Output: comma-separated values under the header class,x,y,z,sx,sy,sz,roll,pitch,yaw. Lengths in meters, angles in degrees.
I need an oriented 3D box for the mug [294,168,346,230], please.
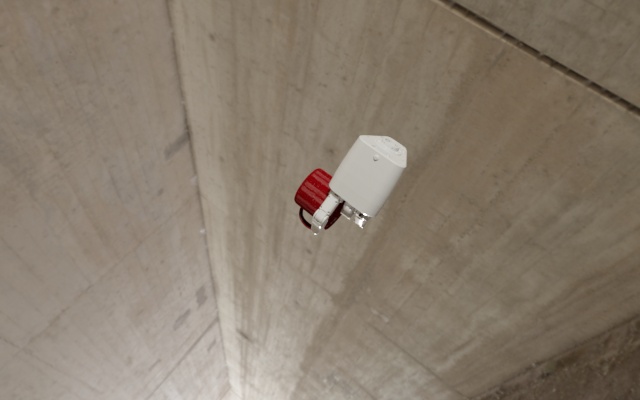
class,x,y,z,sx,sy,sz,roll,pitch,yaw
mug,-0.001,0.004,0.895,0.081,0.117,0.093,37,27,12
